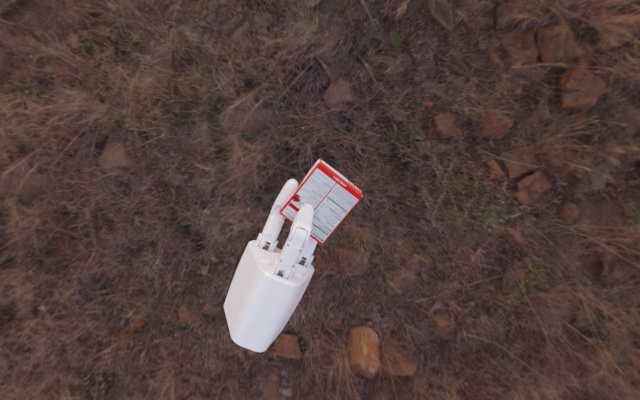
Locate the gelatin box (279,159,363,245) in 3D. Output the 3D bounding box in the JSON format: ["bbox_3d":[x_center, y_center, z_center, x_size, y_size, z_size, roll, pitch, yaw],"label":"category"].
[{"bbox_3d":[0.000,0.002,0.628,0.073,0.089,0.030,37,13,-9],"label":"gelatin box"}]
